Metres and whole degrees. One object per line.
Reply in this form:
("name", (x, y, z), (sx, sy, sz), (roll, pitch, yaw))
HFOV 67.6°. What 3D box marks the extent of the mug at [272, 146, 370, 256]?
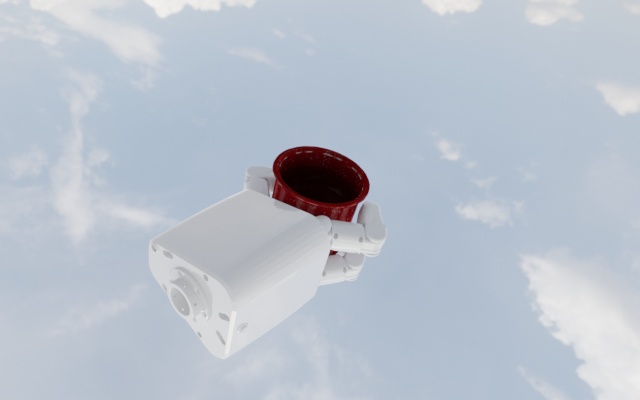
("mug", (0.001, 0.001, 0.478), (0.093, 0.082, 0.117), (37, 42, 24))
